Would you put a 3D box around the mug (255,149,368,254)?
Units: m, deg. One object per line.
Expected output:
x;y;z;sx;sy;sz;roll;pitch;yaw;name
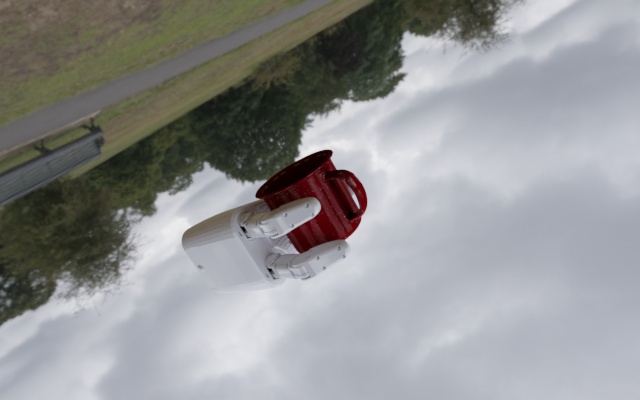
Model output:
0.001;0.001;0.498;0.117;0.081;0.093;-16;22;41;mug
